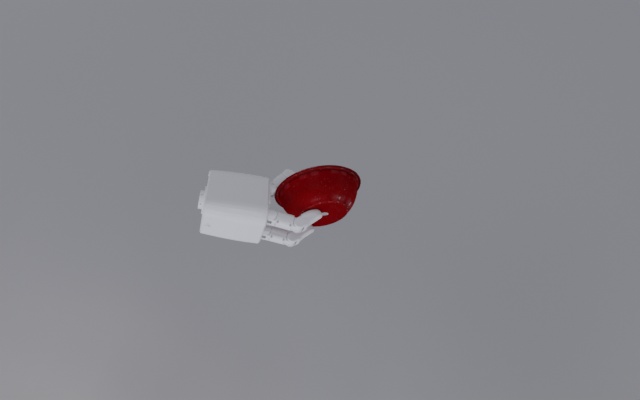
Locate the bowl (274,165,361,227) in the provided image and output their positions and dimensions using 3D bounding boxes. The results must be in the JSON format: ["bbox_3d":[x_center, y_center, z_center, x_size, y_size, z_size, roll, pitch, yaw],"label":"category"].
[{"bbox_3d":[0.002,0.003,0.868,0.162,0.055,0.162,-10,-29,-5],"label":"bowl"}]
